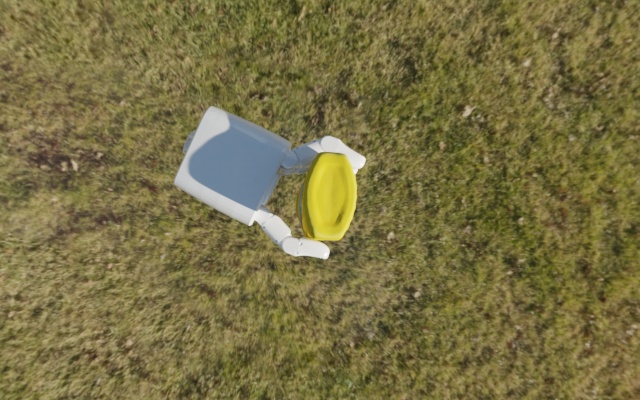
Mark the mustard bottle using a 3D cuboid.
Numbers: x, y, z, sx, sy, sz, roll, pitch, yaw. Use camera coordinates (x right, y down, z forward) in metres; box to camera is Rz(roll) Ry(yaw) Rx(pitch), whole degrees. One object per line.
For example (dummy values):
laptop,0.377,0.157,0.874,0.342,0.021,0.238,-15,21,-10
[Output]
mustard bottle,0.000,0.002,0.600,0.058,0.096,0.191,2,-5,-6
